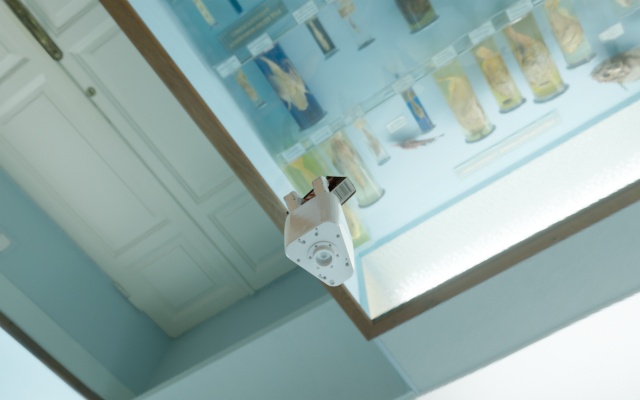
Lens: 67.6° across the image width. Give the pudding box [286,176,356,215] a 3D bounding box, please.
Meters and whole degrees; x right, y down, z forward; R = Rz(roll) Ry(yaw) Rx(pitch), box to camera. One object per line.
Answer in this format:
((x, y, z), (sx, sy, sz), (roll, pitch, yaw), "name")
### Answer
((0.000, 0.003, 0.873), (0.113, 0.039, 0.090), (-40, 18, -15), "pudding box")
